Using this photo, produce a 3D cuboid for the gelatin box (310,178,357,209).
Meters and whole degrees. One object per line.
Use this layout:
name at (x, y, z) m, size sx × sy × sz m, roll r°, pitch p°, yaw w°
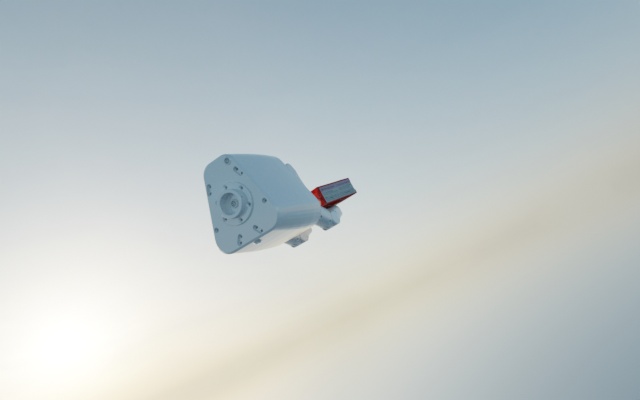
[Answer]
gelatin box at (0.000, 0.002, 0.691) m, size 0.073 × 0.030 × 0.089 m, roll -33°, pitch -7°, yaw 34°
